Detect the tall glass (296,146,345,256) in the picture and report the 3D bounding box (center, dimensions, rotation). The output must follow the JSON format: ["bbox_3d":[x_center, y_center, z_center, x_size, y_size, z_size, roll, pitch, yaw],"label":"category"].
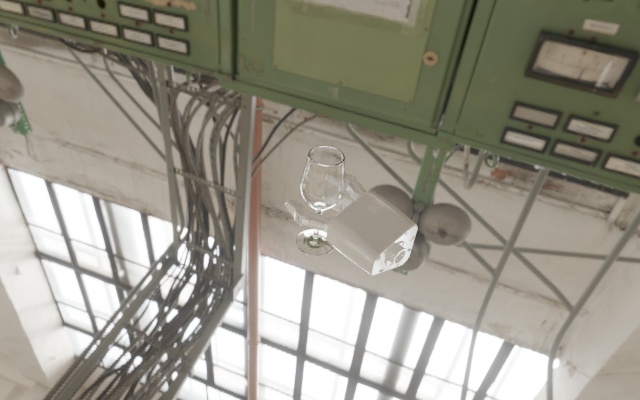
[{"bbox_3d":[0.000,0.003,0.856,0.079,0.201,0.079,4,38,-3],"label":"tall glass"}]
